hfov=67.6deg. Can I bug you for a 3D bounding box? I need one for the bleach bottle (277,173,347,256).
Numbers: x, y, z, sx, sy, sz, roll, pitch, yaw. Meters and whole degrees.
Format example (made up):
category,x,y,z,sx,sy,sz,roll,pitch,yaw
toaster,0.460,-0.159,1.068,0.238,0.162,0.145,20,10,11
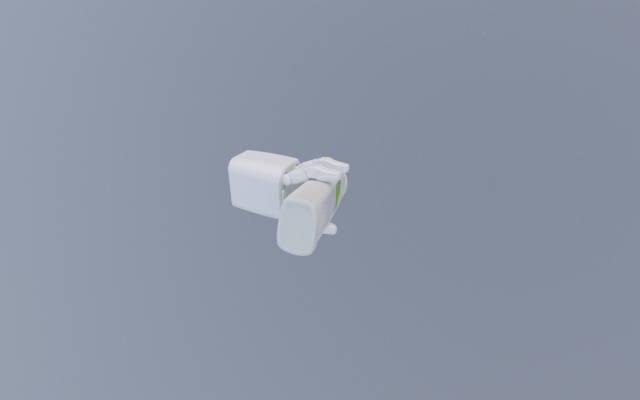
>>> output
category,x,y,z,sx,sy,sz,roll,pitch,yaw
bleach bottle,0.000,0.003,0.868,0.068,0.103,0.250,14,22,14
